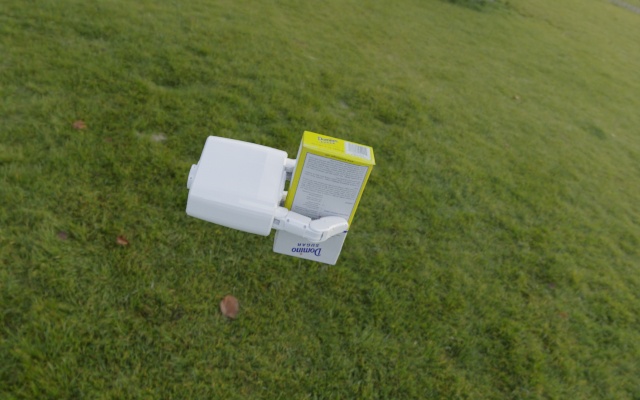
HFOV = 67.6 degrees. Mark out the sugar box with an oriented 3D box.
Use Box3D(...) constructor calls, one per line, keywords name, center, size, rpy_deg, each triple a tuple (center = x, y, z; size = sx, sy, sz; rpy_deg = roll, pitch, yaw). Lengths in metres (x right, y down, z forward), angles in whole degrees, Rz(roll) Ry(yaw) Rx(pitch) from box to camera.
Box3D(name="sugar box", center=(0.000, 0.002, 0.635), size=(0.093, 0.176, 0.048), rpy_deg=(14, 37, -8))
